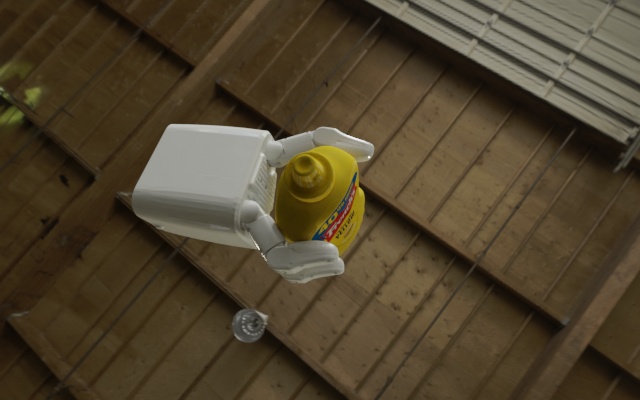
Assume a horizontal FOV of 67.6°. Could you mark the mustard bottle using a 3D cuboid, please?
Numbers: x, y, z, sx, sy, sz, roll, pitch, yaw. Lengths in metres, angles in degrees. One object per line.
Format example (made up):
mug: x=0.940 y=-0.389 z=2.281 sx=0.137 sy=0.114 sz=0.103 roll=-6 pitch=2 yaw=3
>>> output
mustard bottle: x=0.000 y=0.002 z=0.450 sx=0.058 sy=0.096 sz=0.192 roll=32 pitch=-10 yaw=17
